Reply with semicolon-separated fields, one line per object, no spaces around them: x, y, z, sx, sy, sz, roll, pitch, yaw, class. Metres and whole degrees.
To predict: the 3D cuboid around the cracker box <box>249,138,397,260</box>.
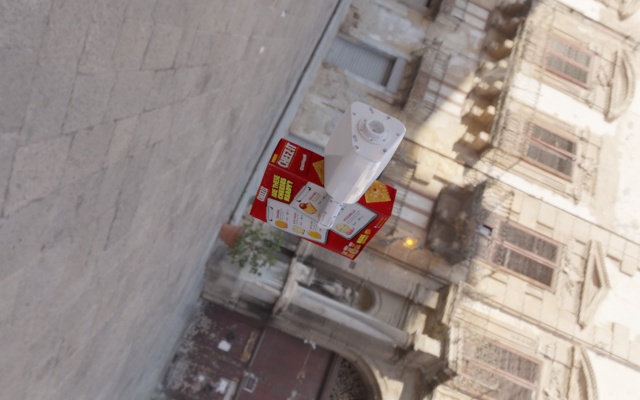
0.000;0.003;0.831;0.214;0.072;0.164;24;-38;-5;cracker box
